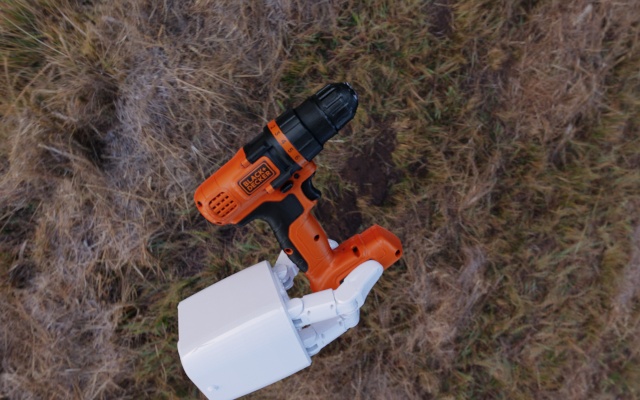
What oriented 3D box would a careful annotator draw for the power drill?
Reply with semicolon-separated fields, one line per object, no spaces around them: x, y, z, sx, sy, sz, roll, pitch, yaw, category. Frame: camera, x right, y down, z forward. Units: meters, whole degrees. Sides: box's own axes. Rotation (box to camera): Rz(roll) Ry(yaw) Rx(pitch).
0.000;0.002;0.477;0.184;0.188;0.057;-37;21;9;power drill
